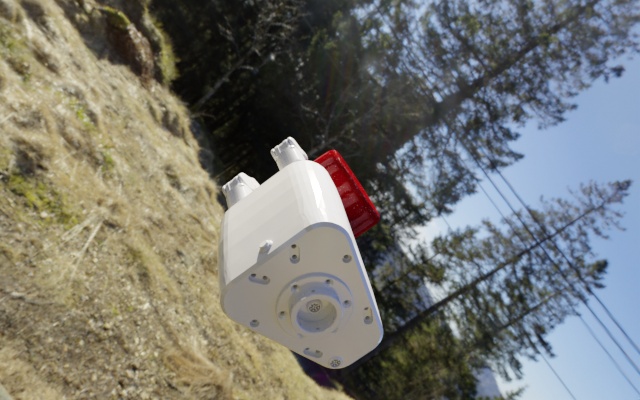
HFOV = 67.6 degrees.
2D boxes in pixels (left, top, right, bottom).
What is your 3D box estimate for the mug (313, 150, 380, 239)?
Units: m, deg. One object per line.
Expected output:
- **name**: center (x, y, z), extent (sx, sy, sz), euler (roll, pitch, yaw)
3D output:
- **mug**: center (0.000, 0.001, 0.461), extent (0.081, 0.093, 0.117), euler (-34, 26, 7)
